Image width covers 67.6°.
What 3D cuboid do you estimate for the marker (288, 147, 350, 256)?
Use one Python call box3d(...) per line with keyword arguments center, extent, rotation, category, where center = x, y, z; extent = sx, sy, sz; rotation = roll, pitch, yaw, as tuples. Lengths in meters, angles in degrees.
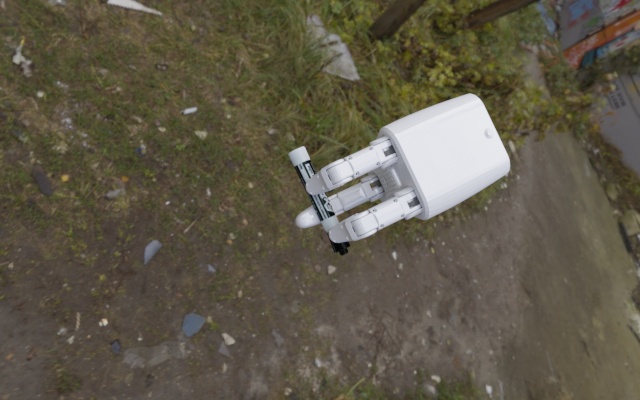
box3d(center=(0.000, 0.002, 0.502), extent=(0.020, 0.121, 0.020), rotation=(-25, 0, 0), category="marker")
